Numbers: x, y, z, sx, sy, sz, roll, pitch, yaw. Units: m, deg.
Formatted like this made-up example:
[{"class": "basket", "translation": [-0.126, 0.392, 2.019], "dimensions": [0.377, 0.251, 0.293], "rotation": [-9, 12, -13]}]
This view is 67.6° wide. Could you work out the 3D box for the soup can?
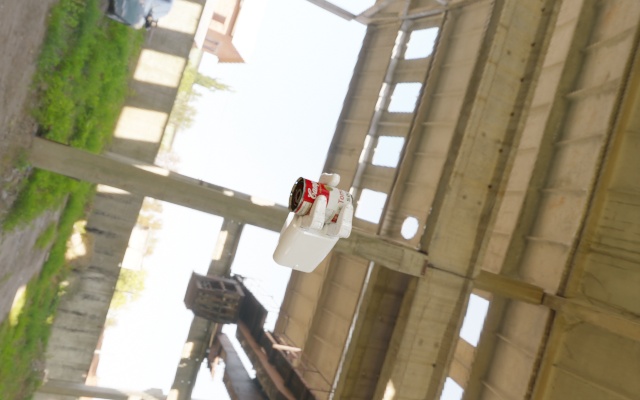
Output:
[{"class": "soup can", "translation": [0.001, 0.003, 0.879], "dimensions": [0.102, 0.068, 0.068], "rotation": [18, -7, -22]}]
